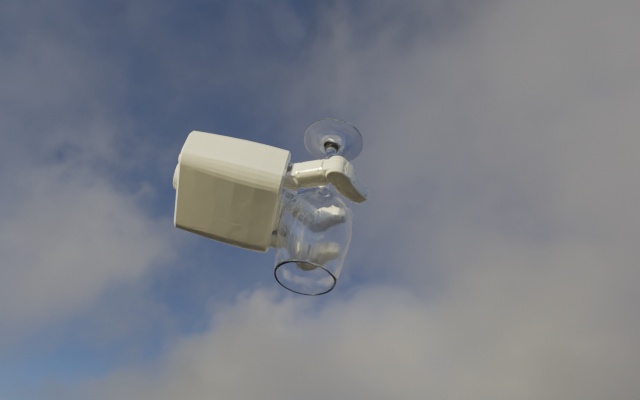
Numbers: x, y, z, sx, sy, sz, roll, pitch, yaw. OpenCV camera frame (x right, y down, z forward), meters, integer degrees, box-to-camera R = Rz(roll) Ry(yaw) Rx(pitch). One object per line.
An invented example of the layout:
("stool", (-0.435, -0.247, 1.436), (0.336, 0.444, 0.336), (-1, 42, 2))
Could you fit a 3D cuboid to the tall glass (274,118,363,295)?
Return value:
("tall glass", (0.000, 0.001, 0.526), (0.079, 0.200, 0.079), (7, -40, 6))
